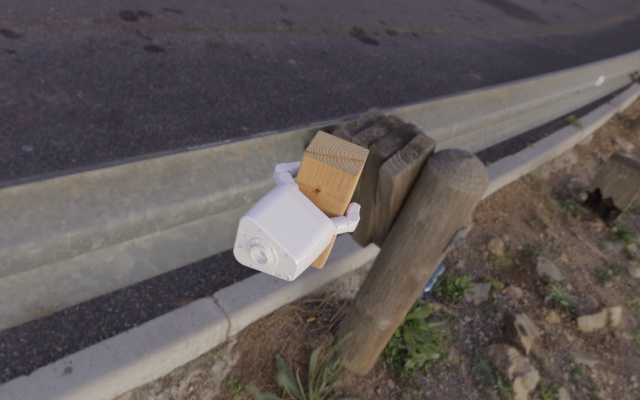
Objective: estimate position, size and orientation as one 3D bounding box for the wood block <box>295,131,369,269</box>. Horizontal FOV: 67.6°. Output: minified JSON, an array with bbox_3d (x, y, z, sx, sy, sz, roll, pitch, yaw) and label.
[{"bbox_3d":[0.000,0.003,0.803,0.091,0.206,0.090,23,37,5],"label":"wood block"}]
